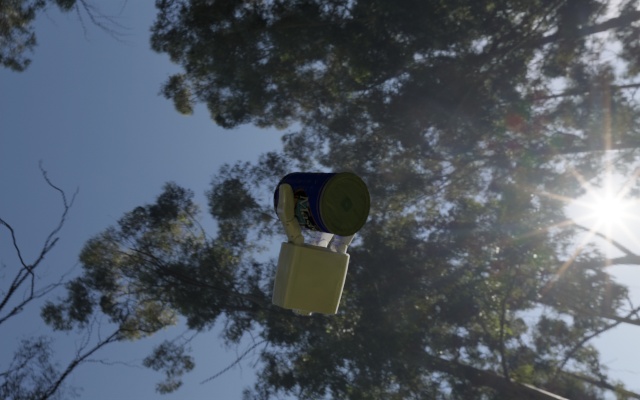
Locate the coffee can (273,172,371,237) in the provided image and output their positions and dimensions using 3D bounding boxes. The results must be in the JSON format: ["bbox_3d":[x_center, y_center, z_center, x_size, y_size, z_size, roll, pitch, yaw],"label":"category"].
[{"bbox_3d":[0.000,0.002,0.810,0.103,0.103,0.140,0,3,-38],"label":"coffee can"}]
